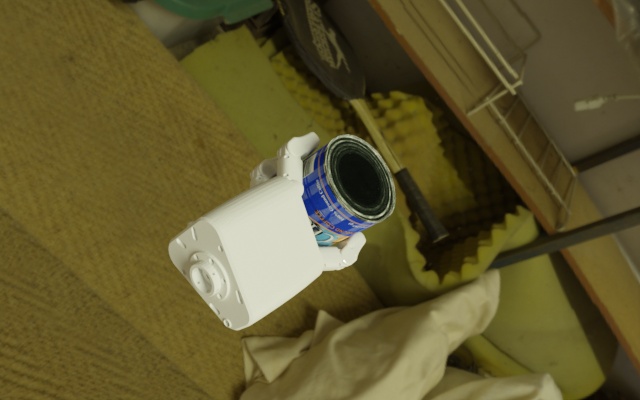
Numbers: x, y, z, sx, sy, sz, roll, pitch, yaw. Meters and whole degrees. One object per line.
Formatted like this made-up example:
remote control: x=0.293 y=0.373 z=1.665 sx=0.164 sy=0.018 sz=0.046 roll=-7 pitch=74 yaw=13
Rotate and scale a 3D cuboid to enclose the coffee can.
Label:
coffee can: x=0.000 y=0.002 z=0.549 sx=0.103 sy=0.102 sz=0.140 roll=0 pitch=-22 yaw=-43
